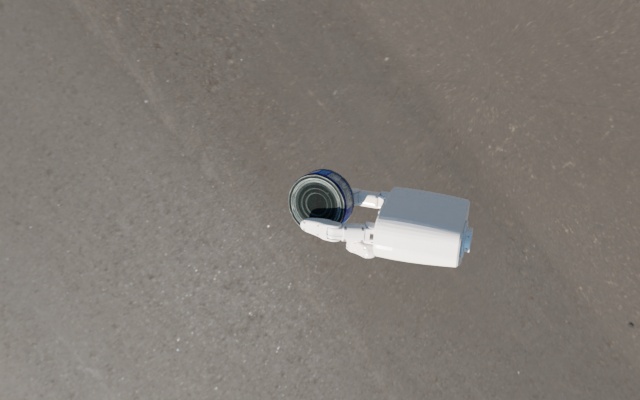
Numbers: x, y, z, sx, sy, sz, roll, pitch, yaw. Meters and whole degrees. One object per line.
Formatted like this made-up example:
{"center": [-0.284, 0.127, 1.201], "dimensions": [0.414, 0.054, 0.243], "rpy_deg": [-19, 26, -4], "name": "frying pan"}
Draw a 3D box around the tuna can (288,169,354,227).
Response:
{"center": [0.000, 0.002, 0.649], "dimensions": [0.086, 0.086, 0.033], "rpy_deg": [0, 14, 25], "name": "tuna can"}
